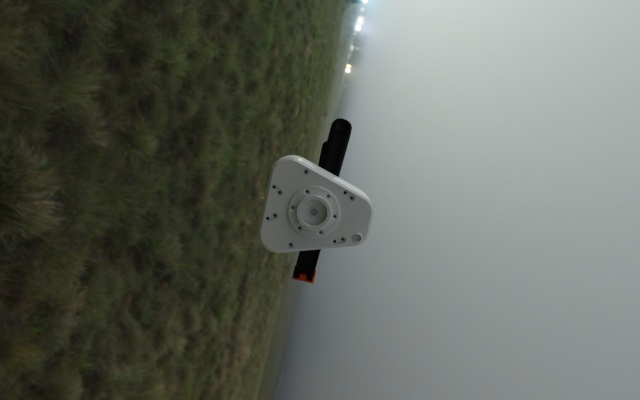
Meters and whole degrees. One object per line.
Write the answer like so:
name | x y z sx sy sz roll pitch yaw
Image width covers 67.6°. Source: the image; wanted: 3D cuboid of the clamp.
clamp | 0.001 0.003 0.637 0.036 0.210 0.164 13 3 -2
